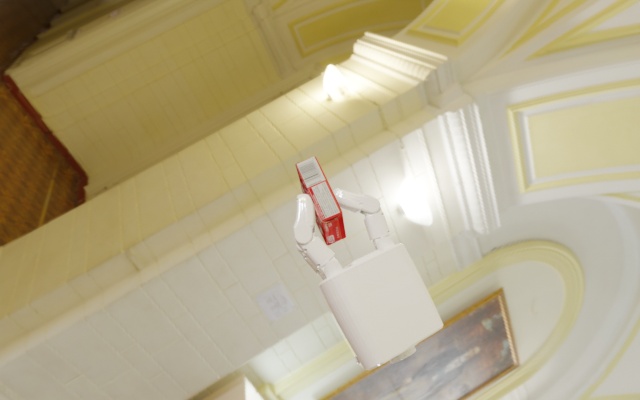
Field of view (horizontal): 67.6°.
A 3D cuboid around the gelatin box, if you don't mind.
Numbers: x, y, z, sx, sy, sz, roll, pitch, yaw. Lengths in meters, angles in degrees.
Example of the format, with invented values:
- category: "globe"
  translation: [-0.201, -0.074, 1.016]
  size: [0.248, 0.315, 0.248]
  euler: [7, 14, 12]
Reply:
- category: "gelatin box"
  translation: [0.000, 0.001, 0.590]
  size: [0.030, 0.089, 0.073]
  euler: [-22, -26, -5]
